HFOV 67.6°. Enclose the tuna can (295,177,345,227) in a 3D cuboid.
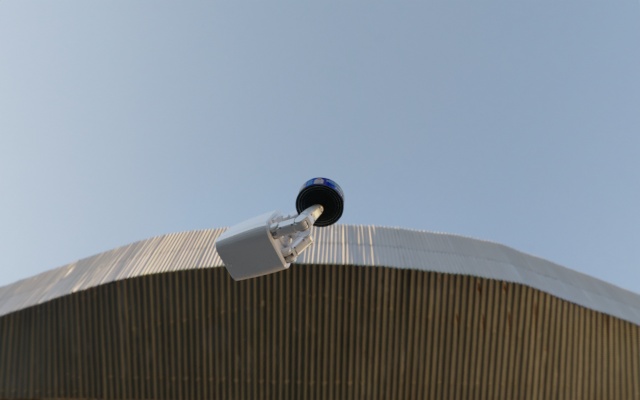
[{"bbox_3d":[0.000,0.002,0.849,0.086,0.086,0.033,0,28,8],"label":"tuna can"}]
